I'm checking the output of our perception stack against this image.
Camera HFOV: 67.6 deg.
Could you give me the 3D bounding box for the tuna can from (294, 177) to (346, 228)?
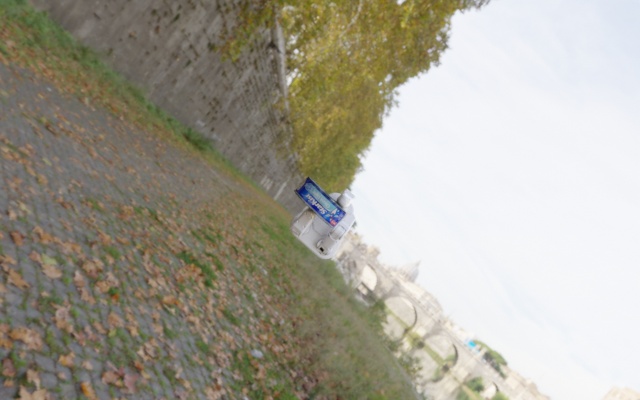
[{"bbox_3d":[0.001,0.002,0.755,0.086,0.034,0.086,44,2,-2],"label":"tuna can"}]
